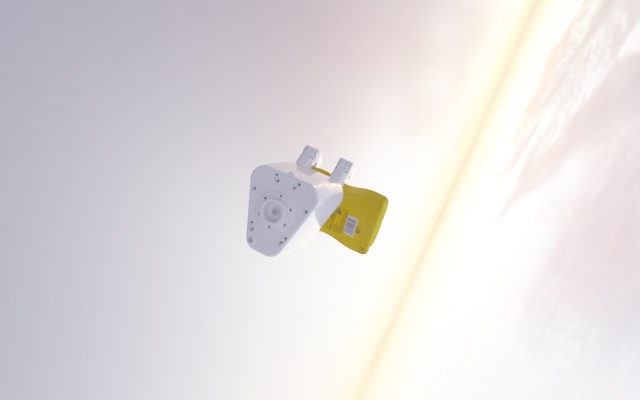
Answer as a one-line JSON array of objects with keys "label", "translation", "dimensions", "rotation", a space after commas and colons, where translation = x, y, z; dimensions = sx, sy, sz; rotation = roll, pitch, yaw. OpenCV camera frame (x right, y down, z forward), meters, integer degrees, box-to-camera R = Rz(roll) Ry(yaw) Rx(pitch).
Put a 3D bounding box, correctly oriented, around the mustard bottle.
[{"label": "mustard bottle", "translation": [0.000, 0.002, 0.719], "dimensions": [0.191, 0.096, 0.058], "rotation": [24, 35, 14]}]
